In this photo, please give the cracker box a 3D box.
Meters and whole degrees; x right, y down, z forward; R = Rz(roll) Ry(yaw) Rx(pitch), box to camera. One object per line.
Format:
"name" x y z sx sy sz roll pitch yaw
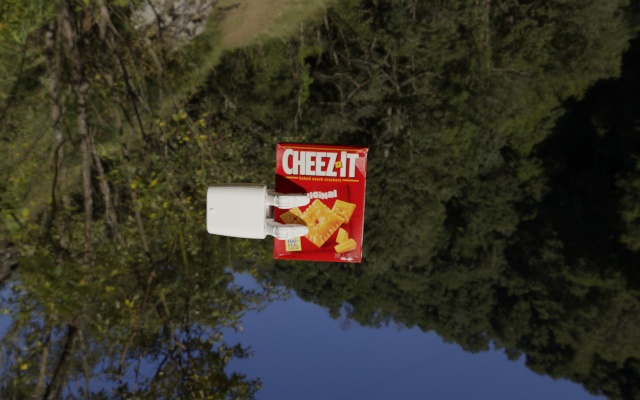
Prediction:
"cracker box" 0.000 0.003 0.881 0.164 0.214 0.072 3 9 4
